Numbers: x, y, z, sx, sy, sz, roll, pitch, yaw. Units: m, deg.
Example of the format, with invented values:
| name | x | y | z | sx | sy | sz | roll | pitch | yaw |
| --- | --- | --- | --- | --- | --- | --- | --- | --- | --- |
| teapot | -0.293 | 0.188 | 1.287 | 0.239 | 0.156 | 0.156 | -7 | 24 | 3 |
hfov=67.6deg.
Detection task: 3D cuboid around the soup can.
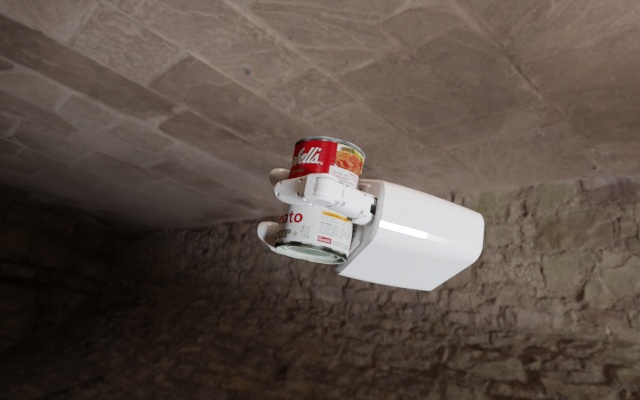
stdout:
| name | x | y | z | sx | sy | sz | roll | pitch | yaw |
| --- | --- | --- | --- | --- | --- | --- | --- | --- | --- |
| soup can | 0.000 | 0.002 | 0.440 | 0.068 | 0.102 | 0.068 | 10 | -16 | 3 |
